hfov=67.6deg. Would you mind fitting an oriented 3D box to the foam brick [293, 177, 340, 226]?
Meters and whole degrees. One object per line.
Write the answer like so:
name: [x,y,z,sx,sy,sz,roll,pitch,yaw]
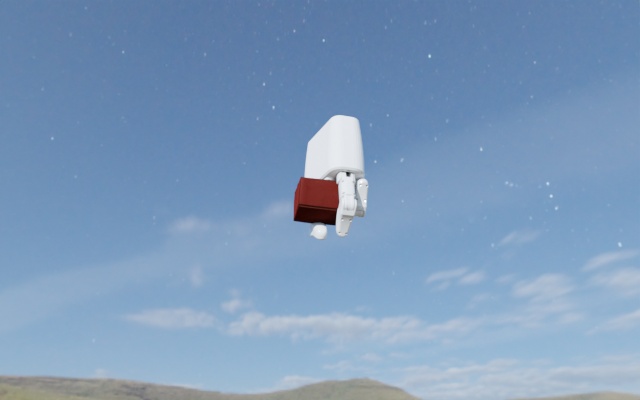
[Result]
foam brick: [0.000,0.002,0.730,0.078,0.051,0.053,7,-30,-12]
